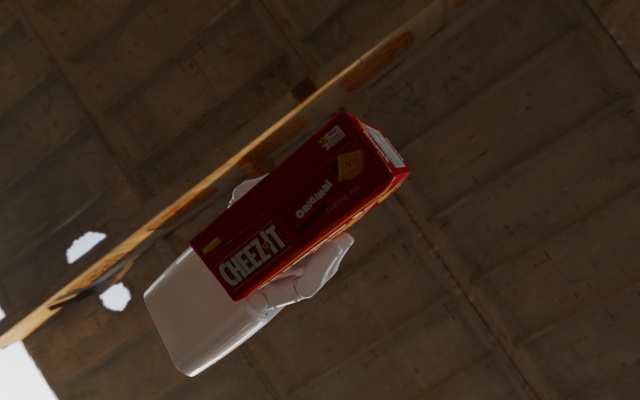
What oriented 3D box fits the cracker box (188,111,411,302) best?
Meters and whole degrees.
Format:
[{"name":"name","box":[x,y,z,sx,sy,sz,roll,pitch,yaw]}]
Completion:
[{"name":"cracker box","box":[0.000,0.001,0.459,0.164,0.072,0.213,-39,-5,14]}]
